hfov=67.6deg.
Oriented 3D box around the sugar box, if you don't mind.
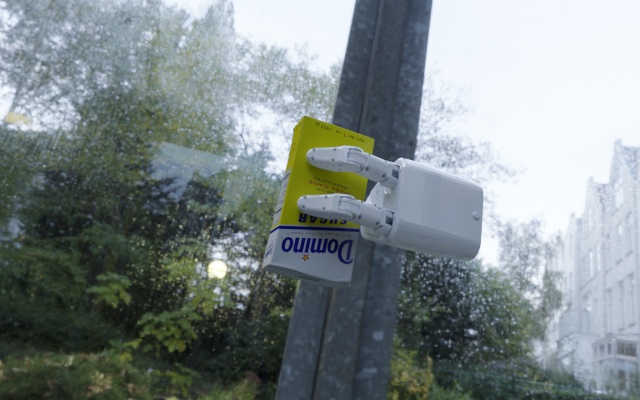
[{"bbox_3d":[0.000,0.002,0.536,0.093,0.176,0.048,16,-21,-16],"label":"sugar box"}]
